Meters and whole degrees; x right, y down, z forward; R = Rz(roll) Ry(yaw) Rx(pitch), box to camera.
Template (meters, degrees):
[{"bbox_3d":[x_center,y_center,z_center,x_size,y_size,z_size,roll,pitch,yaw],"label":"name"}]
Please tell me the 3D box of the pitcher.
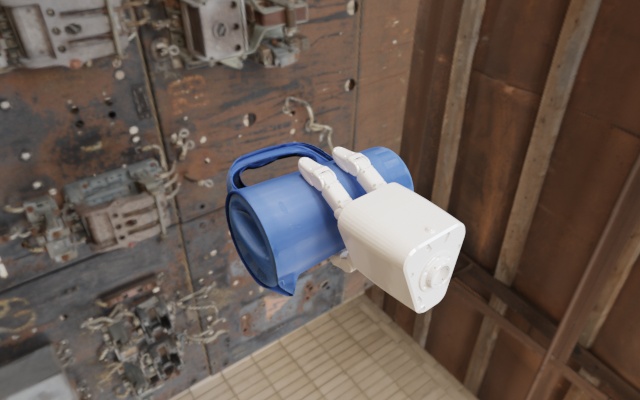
[{"bbox_3d":[0.000,0.002,0.645,0.243,0.149,0.145,-23,36,-28],"label":"pitcher"}]
